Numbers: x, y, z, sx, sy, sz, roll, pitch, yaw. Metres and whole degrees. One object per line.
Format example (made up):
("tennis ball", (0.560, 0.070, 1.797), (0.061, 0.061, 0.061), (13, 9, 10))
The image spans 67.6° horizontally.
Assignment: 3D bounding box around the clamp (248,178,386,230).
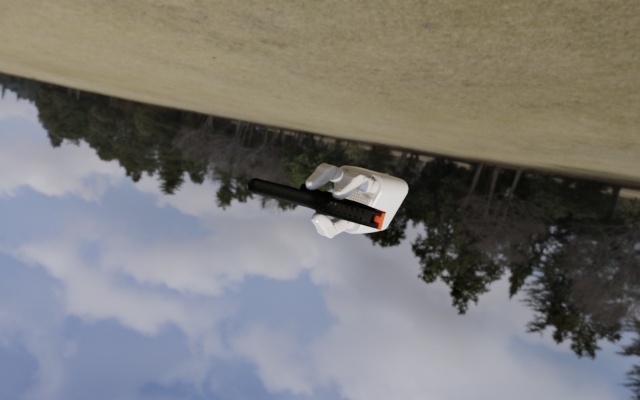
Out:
("clamp", (0.000, 0.003, 0.754), (0.210, 0.036, 0.164), (19, 9, 35))
